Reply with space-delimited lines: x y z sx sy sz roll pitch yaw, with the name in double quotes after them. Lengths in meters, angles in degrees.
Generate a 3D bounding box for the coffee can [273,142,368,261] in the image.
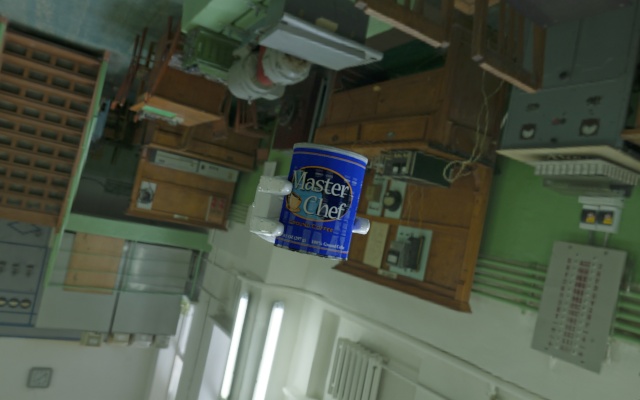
0.000 0.002 0.647 0.103 0.140 0.103 12 -3 1 "coffee can"
